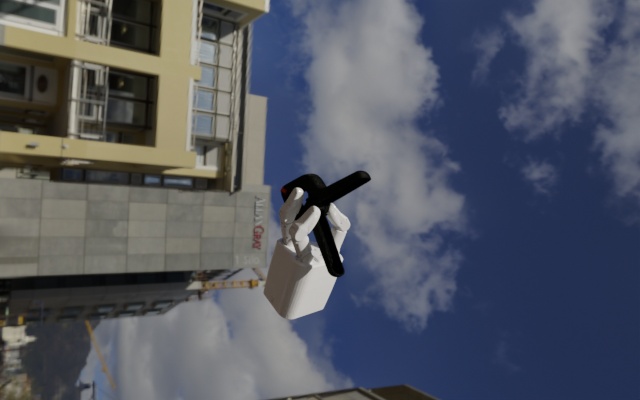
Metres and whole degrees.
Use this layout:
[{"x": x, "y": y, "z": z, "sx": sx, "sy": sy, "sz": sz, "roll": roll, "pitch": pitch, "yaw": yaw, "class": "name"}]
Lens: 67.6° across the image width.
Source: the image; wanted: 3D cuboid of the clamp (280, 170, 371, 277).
[{"x": 0.000, "y": 0.003, "z": 0.771, "sx": 0.036, "sy": 0.164, "sz": 0.210, "roll": 9, "pitch": 19, "yaw": -36, "class": "clamp"}]
